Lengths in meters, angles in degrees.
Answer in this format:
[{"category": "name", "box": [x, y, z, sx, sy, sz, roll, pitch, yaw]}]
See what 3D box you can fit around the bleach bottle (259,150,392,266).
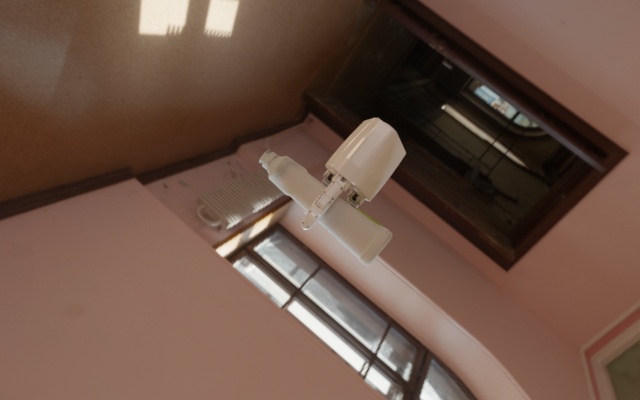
[{"category": "bleach bottle", "box": [0.000, 0.003, 0.786, 0.251, 0.068, 0.102, 39, 0, 7]}]
